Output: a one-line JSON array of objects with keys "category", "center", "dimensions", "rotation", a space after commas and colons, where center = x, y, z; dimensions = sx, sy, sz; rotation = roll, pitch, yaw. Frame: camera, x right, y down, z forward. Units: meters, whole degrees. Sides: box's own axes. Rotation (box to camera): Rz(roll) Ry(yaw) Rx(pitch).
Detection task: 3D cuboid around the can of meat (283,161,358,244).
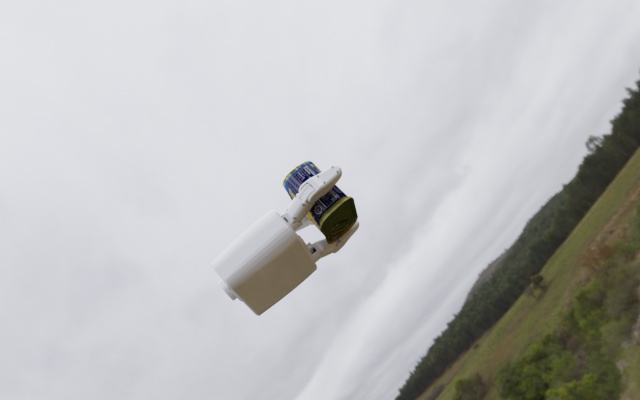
[{"category": "can of meat", "center": [0.000, 0.002, 0.656], "dimensions": [0.084, 0.057, 0.102], "rotation": [45, -9, 22]}]
